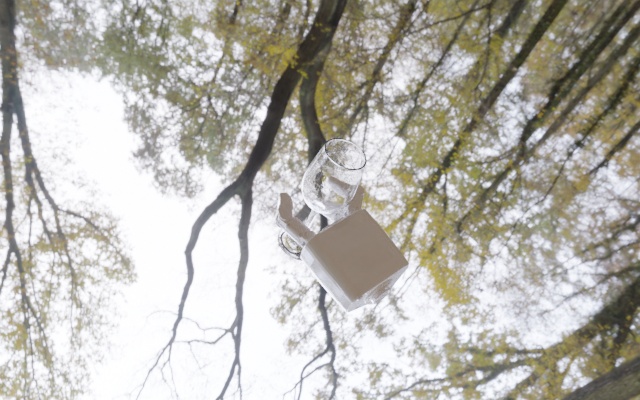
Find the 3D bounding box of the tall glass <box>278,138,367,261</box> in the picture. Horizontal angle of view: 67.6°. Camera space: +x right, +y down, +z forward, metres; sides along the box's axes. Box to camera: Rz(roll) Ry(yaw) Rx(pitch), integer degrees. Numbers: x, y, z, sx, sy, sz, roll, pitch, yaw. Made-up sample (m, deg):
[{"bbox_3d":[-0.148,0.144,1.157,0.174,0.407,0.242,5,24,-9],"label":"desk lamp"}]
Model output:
[{"bbox_3d":[0.000,0.003,0.708,0.079,0.079,0.201,0,-42,-27],"label":"tall glass"}]
